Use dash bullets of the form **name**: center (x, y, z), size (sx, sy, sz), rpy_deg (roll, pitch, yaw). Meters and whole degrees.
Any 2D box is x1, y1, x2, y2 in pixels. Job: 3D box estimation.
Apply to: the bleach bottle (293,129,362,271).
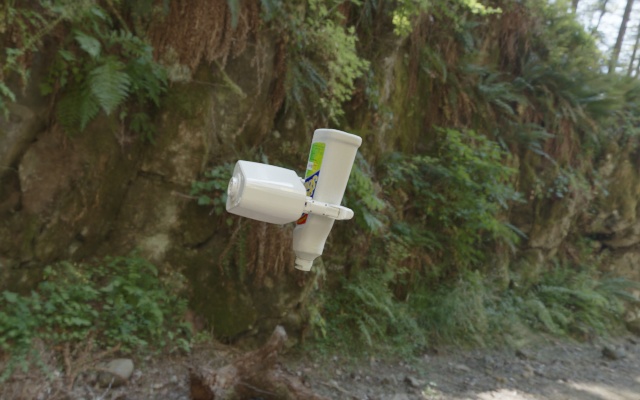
- **bleach bottle**: center (0.000, 0.003, 0.849), size (0.068, 0.251, 0.102), rpy_deg (12, 3, -23)
